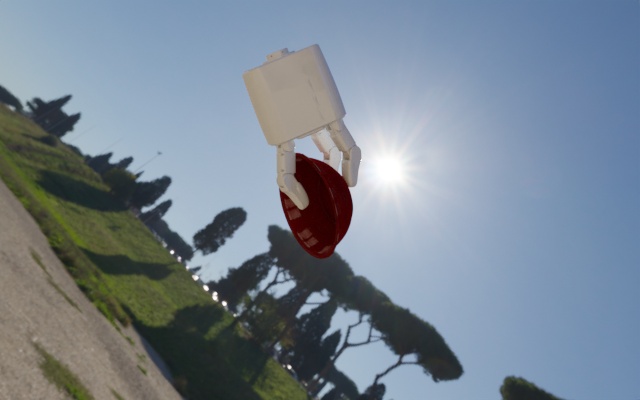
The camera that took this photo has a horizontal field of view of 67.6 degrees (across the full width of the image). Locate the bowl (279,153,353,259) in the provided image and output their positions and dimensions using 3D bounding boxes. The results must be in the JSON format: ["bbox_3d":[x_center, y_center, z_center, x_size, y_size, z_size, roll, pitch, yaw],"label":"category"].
[{"bbox_3d":[0.001,0.003,0.711,0.055,0.162,0.162,-17,9,-29],"label":"bowl"}]
